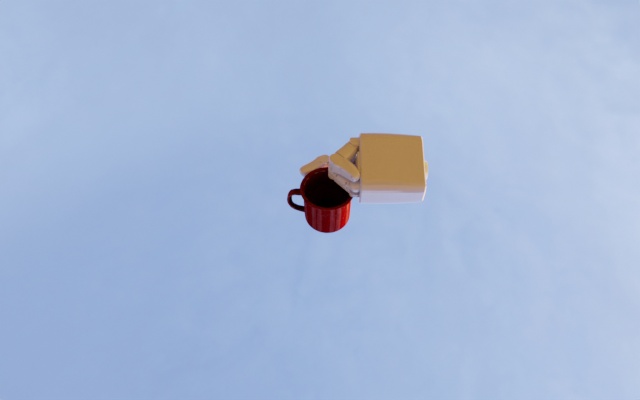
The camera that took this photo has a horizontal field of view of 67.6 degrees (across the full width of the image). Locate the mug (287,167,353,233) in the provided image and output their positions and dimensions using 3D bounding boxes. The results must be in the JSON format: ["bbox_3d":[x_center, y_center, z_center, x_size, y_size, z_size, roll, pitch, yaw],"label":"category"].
[{"bbox_3d":[-0.001,0.003,0.829,0.117,0.093,0.082,2,-37,2],"label":"mug"}]
